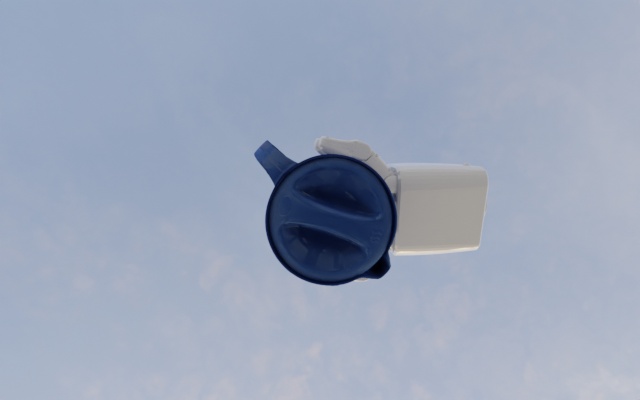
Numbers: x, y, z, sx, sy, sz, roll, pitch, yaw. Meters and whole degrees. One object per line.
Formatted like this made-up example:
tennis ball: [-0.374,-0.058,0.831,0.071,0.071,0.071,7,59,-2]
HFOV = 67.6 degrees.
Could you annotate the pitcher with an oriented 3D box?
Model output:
pitcher: [0.000,0.002,0.589,0.145,0.149,0.243,-1,5,-2]
